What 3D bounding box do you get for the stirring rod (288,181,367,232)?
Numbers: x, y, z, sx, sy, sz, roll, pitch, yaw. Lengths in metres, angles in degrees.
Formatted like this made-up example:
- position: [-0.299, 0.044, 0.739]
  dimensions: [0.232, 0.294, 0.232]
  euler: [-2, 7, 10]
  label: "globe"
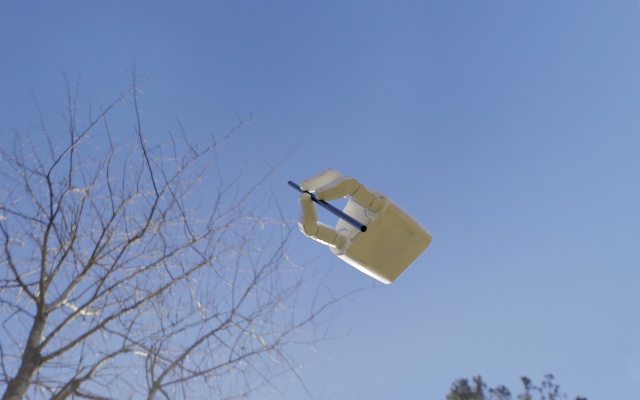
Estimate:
- position: [0.000, 0.002, 0.625]
  dimensions: [0.011, 0.011, 0.239]
  euler: [0, 14, -24]
  label: "stirring rod"
